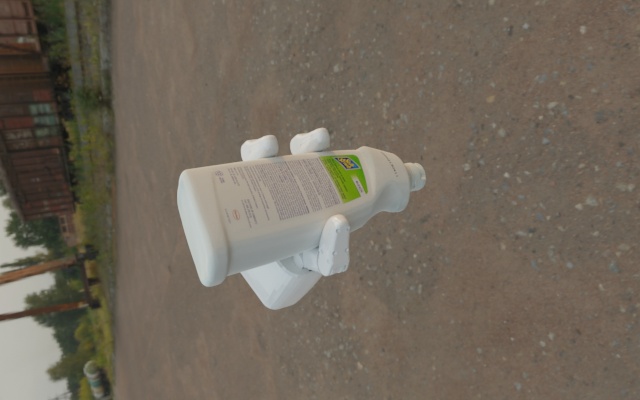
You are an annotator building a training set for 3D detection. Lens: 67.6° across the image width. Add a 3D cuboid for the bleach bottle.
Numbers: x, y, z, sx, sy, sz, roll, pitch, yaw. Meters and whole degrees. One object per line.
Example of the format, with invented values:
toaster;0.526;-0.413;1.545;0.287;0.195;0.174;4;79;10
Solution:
bleach bottle;0.000;0.001;0.460;0.251;0.102;0.068;-11;-27;-27
